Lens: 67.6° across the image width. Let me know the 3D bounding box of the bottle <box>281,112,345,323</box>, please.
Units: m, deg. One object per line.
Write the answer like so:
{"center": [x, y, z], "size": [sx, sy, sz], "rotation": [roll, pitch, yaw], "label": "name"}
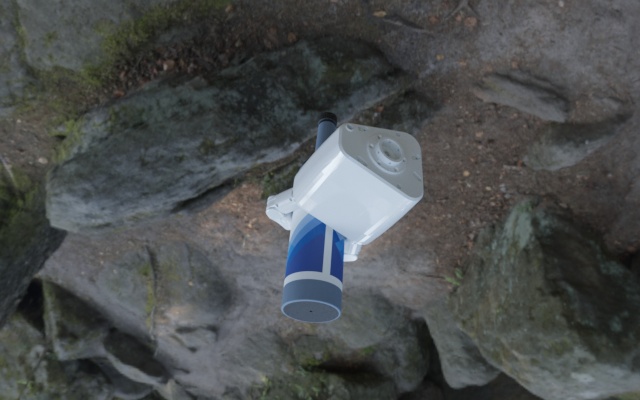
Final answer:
{"center": [0.000, 0.002, 0.608], "size": [0.069, 0.295, 0.069], "rotation": [3, -34, 2], "label": "bottle"}
